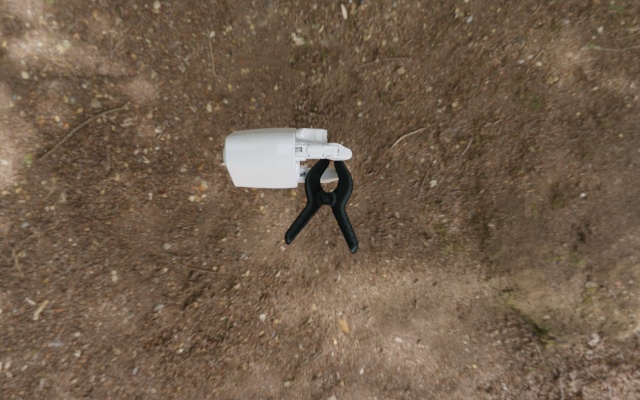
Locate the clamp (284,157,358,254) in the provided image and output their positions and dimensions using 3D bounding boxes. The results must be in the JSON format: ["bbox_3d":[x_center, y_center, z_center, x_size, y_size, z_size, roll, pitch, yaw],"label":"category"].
[{"bbox_3d":[0.000,0.002,0.775,0.120,0.171,0.039,-1,-2,-1],"label":"clamp"}]
